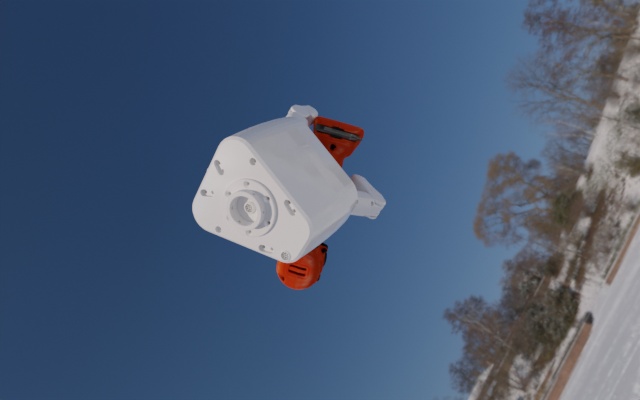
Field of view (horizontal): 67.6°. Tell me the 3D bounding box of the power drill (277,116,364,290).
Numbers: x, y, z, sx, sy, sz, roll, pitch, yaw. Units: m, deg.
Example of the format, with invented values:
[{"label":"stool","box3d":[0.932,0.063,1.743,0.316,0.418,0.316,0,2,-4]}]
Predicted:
[{"label":"power drill","box3d":[0.000,0.001,0.566,0.057,0.187,0.184,14,4,0]}]
